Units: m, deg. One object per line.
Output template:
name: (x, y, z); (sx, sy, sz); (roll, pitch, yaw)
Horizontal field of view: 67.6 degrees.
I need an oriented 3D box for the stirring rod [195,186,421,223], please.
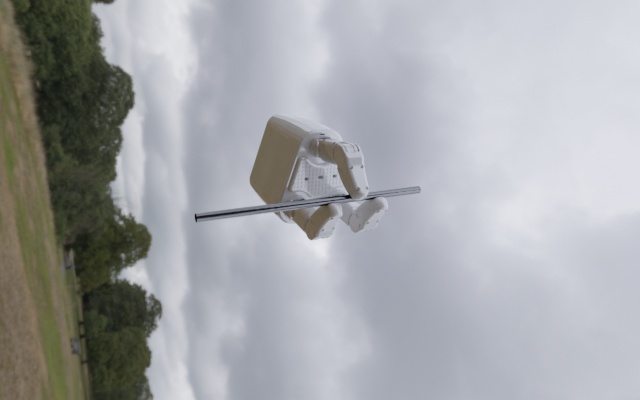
stirring rod: (0.000, 0.001, 0.461); (0.239, 0.011, 0.011); (-7, 3, -27)
